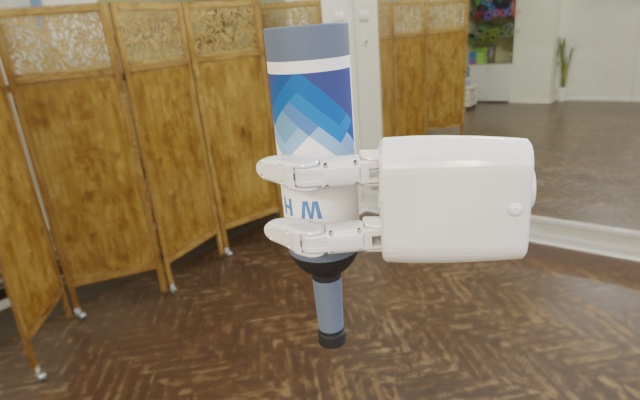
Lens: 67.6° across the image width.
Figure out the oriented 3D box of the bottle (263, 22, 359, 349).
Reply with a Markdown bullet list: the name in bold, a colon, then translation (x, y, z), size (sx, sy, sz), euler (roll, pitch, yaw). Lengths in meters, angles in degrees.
- **bottle**: translation (0.000, 0.001, 0.422), size (0.069, 0.296, 0.069), euler (-4, 20, 2)
